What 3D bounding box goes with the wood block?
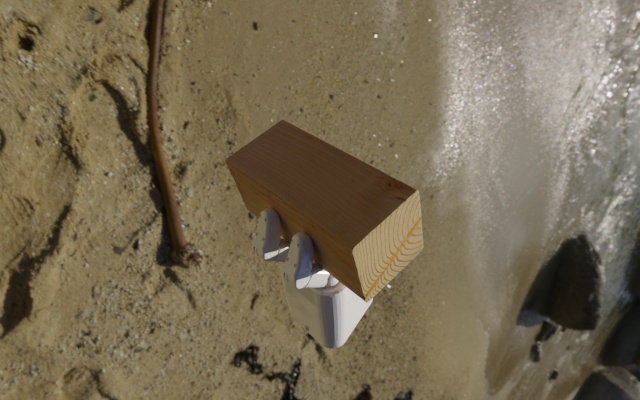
[{"bbox_3d":[0.000,0.002,0.516,0.091,0.090,0.206,-39,48,-22],"label":"wood block"}]
